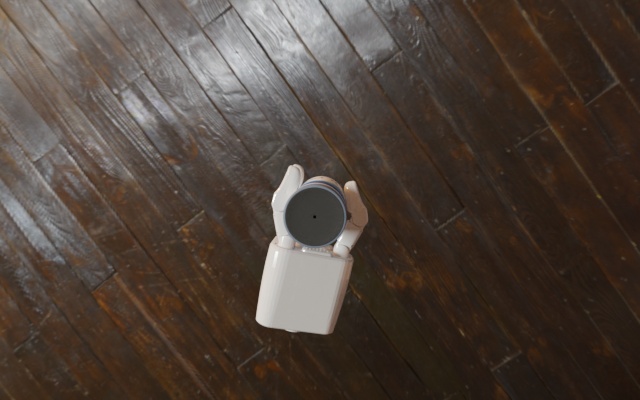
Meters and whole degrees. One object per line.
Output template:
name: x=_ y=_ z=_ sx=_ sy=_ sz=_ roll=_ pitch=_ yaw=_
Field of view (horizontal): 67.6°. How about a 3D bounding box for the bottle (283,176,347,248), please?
bottle: x=0.000 y=0.002 z=0.640 sx=0.069 sy=0.069 sz=0.295 roll=0 pitch=6 yaw=2
